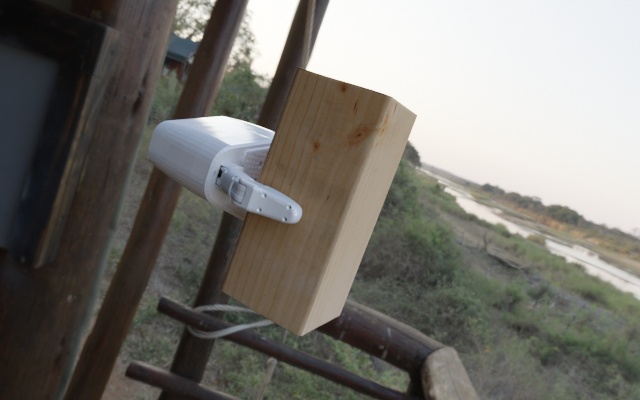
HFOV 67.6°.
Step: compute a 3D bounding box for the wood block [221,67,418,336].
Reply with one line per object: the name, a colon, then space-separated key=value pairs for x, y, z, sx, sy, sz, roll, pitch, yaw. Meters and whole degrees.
wood block: x=0.000 y=0.001 z=0.431 sx=0.090 sy=0.206 sz=0.091 roll=24 pitch=9 yaw=24
